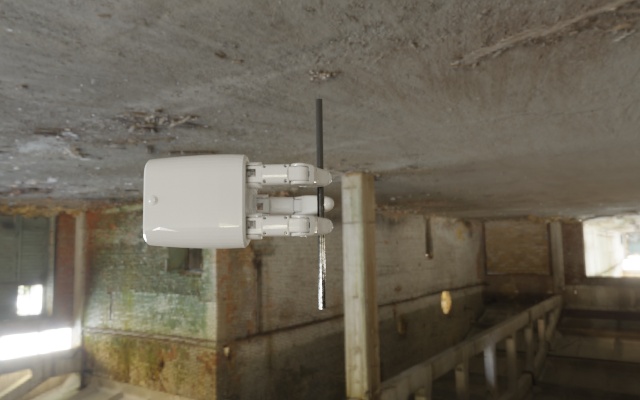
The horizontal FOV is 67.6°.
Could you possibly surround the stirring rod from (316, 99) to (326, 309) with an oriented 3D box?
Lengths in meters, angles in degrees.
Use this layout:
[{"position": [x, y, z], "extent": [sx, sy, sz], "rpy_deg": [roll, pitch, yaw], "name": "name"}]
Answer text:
[{"position": [0.000, 0.002, 0.547], "extent": [0.011, 0.239, 0.011], "rpy_deg": [-1, -5, 0], "name": "stirring rod"}]
